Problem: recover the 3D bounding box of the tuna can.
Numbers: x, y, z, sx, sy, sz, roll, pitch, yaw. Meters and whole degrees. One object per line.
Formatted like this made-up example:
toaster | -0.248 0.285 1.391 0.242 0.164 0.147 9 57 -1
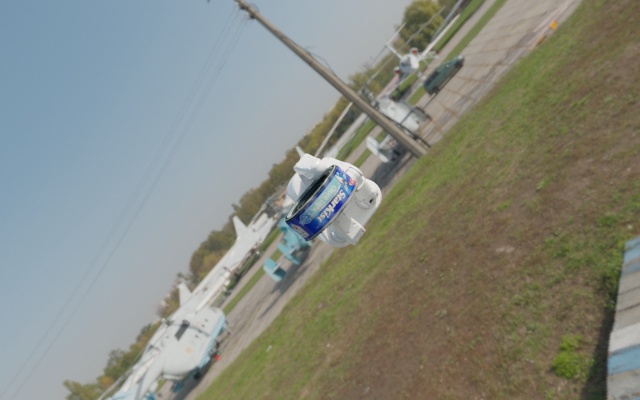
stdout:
tuna can | 0.000 0.001 0.521 0.034 0.086 0.086 42 -8 -9
